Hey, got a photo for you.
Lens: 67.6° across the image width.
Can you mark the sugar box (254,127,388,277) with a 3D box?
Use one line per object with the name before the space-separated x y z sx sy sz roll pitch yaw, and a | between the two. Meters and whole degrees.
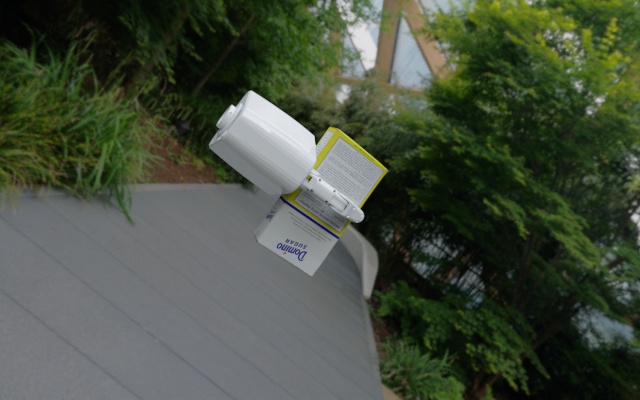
sugar box | 0.000 0.002 0.629 0.093 0.176 0.048 36 3 -20
